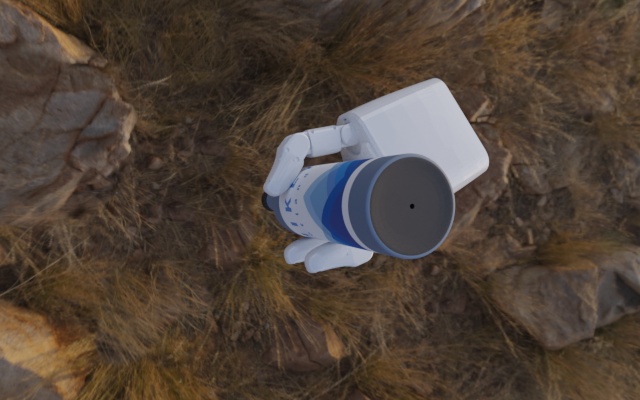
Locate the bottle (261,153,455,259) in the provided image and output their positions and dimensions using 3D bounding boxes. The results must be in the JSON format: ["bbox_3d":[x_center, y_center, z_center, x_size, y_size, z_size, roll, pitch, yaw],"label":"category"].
[{"bbox_3d":[0.000,0.001,0.433,0.069,0.069,0.295,0,1,-23],"label":"bottle"}]
